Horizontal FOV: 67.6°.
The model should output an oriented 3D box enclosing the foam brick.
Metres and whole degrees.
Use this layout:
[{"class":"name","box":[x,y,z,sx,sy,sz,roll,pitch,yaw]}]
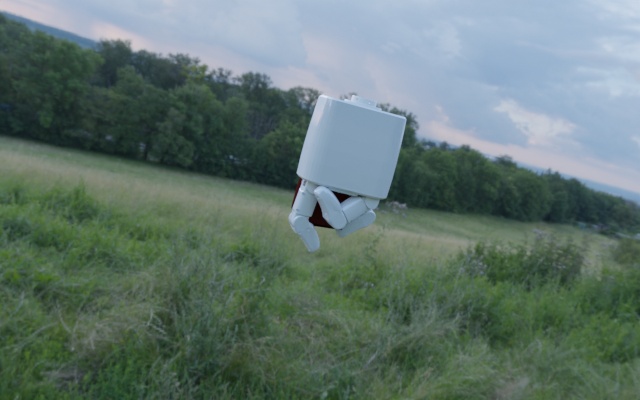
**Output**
[{"class":"foam brick","box":[0.000,0.002,0.664,0.053,0.051,0.078,10,12,-24]}]
